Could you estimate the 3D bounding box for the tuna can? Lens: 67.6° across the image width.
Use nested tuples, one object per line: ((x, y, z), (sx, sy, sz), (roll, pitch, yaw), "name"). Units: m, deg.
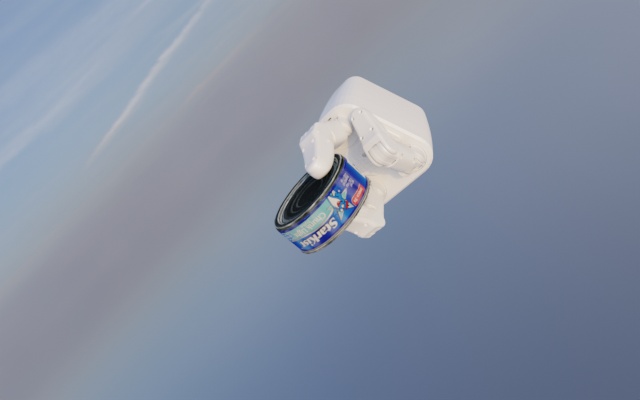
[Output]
((0.000, 0.001, 0.407), (0.034, 0.086, 0.086), (41, -15, -18), "tuna can")
